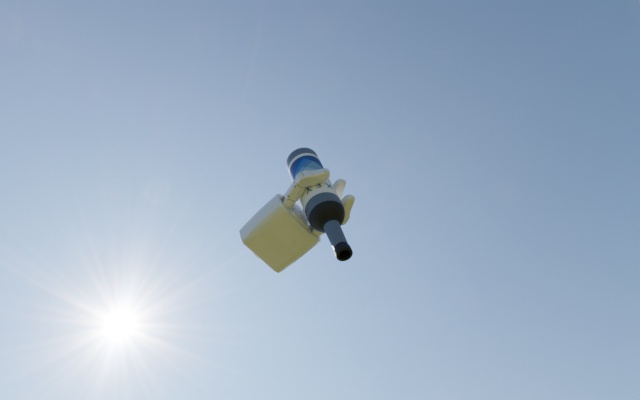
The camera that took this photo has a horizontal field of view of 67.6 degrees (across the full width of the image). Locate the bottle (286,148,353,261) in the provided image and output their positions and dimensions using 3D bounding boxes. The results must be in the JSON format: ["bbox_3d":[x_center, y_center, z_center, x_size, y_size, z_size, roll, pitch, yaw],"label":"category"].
[{"bbox_3d":[0.000,0.003,0.857,0.069,0.069,0.295,0,34,-18],"label":"bottle"}]
